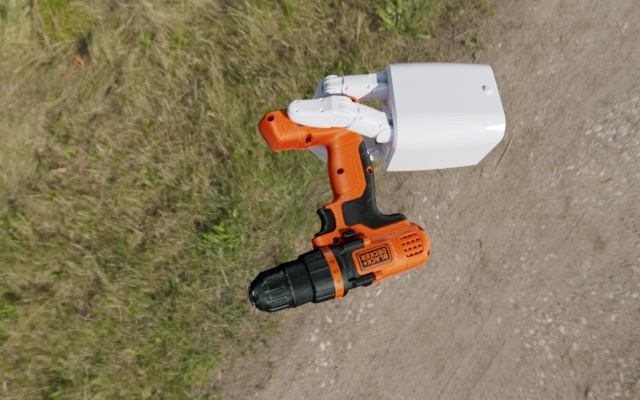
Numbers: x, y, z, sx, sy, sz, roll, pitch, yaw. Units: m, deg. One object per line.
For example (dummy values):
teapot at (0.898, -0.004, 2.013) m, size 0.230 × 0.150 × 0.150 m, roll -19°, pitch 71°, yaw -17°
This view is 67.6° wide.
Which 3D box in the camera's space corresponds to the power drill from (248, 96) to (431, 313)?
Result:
power drill at (0.000, 0.001, 0.469) m, size 0.184 × 0.187 × 0.057 m, roll -15°, pitch -6°, yaw -18°
